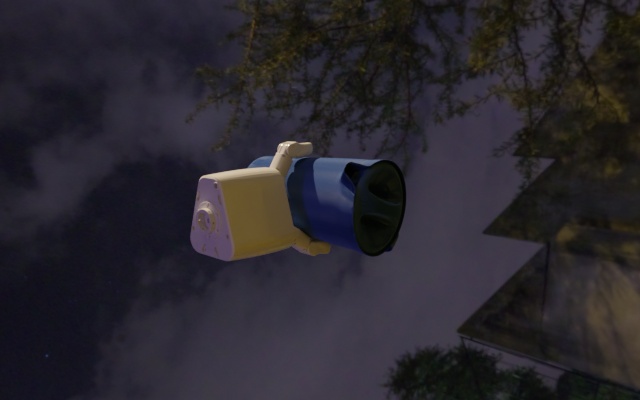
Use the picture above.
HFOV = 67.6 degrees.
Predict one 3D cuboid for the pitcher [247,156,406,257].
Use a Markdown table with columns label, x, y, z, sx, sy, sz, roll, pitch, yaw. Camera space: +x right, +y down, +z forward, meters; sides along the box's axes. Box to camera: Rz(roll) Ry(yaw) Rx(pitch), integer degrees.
| label | x | y | z | sx | sy | sz | roll | pitch | yaw |
| --- | --- | --- | --- | --- | --- | --- | --- | --- | --- |
| pitcher | 0.000 | 0.002 | 0.724 | 0.243 | 0.149 | 0.145 | 10 | 14 | 39 |
